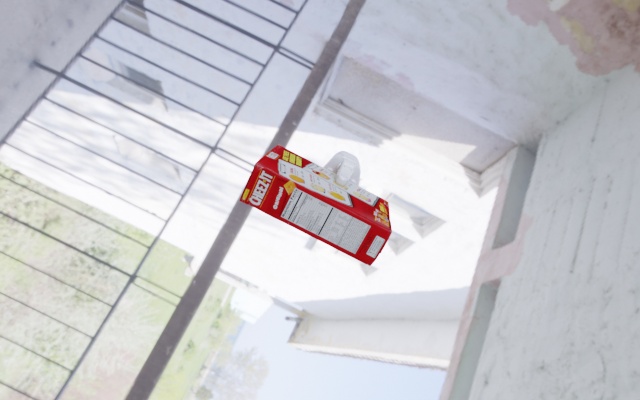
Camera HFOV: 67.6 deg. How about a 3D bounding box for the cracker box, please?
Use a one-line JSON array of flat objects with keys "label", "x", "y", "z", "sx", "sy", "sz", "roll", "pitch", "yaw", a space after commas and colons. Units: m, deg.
[{"label": "cracker box", "x": 0.000, "y": 0.002, "z": 0.738, "sx": 0.214, "sy": 0.072, "sz": 0.164, "roll": 27, "pitch": 16, "yaw": -1}]
